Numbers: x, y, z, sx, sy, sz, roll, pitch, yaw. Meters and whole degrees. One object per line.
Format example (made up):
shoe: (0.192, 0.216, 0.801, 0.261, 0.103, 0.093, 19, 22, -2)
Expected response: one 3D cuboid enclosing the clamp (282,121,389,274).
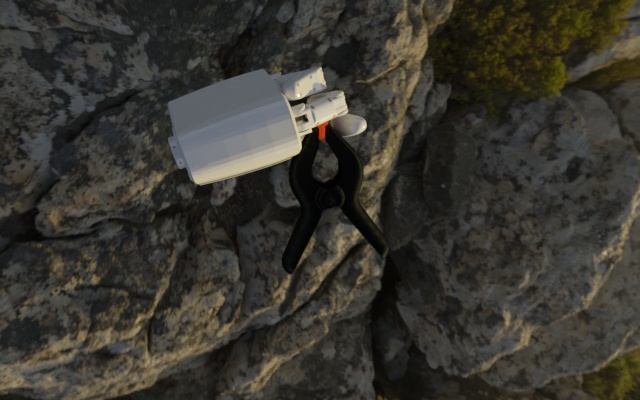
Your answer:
clamp: (0.000, 0.002, 0.510, 0.120, 0.171, 0.039, -19, 18, -8)
